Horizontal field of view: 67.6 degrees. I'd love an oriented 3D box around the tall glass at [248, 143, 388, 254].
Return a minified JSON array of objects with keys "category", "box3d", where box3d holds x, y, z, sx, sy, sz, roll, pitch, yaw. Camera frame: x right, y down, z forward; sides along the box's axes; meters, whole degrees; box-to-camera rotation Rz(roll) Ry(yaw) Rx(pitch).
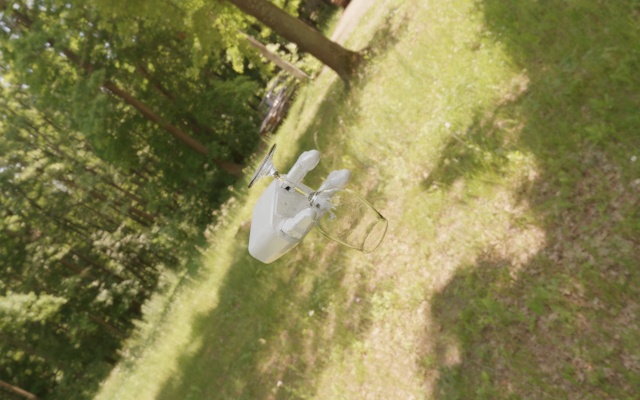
[{"category":"tall glass","box3d":[0.000,0.002,0.690,0.201,0.079,0.079,32,-8,-13]}]
